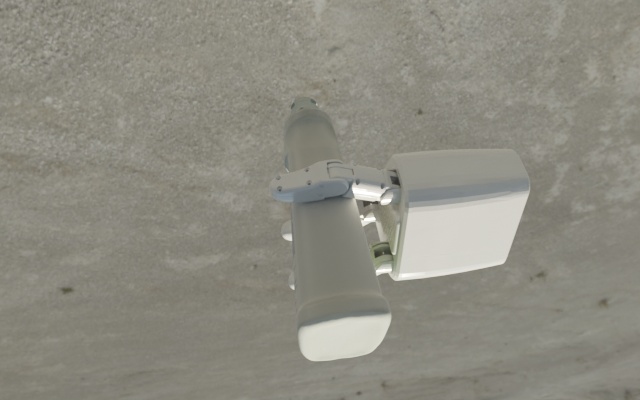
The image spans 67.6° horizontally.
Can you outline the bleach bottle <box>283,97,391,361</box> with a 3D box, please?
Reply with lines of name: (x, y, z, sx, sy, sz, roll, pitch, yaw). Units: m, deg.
bleach bottle: (0.000, 0.001, 0.419, 0.068, 0.250, 0.103, -6, -33, -5)
